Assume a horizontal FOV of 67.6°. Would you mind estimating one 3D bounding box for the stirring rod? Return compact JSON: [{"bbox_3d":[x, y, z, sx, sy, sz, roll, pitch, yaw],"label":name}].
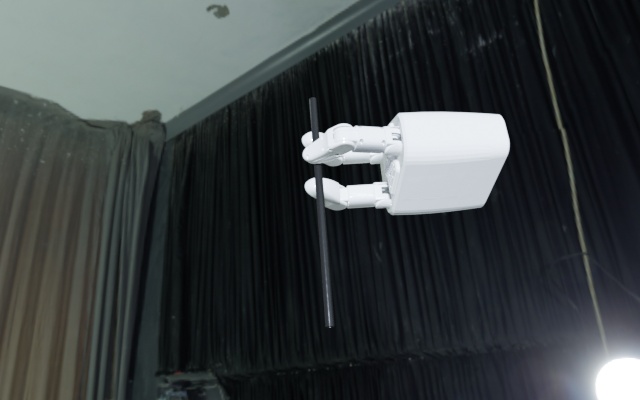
[{"bbox_3d":[0.000,0.001,0.470,0.011,0.239,0.011,-4,-23,-2],"label":"stirring rod"}]
